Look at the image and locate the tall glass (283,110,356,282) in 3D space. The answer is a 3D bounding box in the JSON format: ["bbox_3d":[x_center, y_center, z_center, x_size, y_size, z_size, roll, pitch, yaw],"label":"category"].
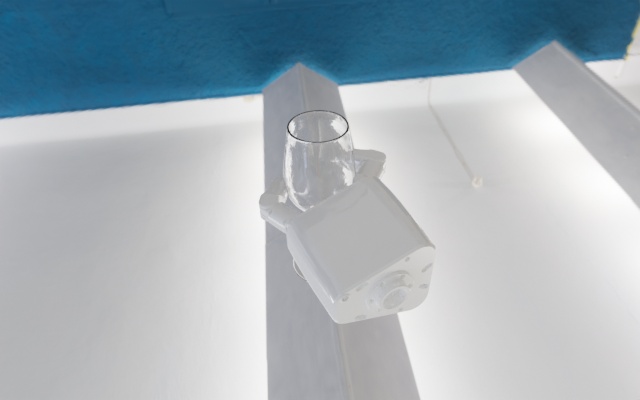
[{"bbox_3d":[0.000,0.002,0.536,0.079,0.201,0.079,-1,40,1],"label":"tall glass"}]
